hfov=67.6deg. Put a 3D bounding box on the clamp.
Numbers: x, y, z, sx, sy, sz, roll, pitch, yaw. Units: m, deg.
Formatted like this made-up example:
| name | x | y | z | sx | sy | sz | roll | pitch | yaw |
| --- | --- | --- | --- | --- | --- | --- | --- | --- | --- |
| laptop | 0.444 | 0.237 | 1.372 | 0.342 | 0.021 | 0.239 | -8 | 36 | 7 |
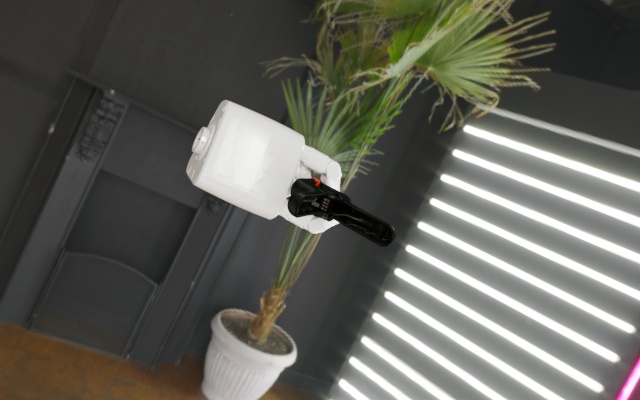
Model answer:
| name | x | y | z | sx | sy | sz | roll | pitch | yaw |
| --- | --- | --- | --- | --- | --- | --- | --- | --- | --- |
| clamp | 0.000 | 0.001 | 0.547 | 0.120 | 0.039 | 0.171 | 24 | 4 | -27 |
